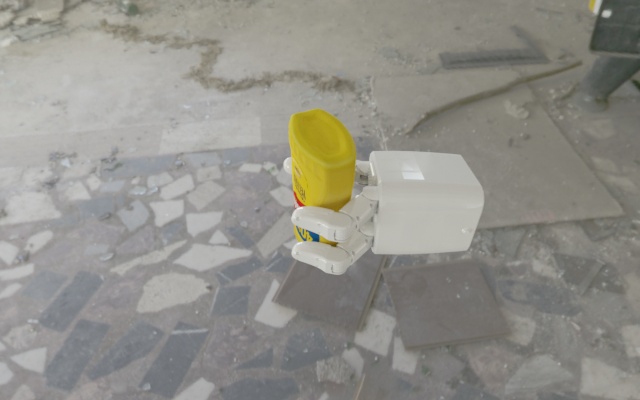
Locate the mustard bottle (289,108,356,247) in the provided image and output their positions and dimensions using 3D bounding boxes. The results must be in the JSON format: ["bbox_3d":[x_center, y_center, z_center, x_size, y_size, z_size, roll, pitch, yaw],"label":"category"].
[{"bbox_3d":[0.000,0.002,0.529,0.058,0.192,0.096,-17,48,-17],"label":"mustard bottle"}]
